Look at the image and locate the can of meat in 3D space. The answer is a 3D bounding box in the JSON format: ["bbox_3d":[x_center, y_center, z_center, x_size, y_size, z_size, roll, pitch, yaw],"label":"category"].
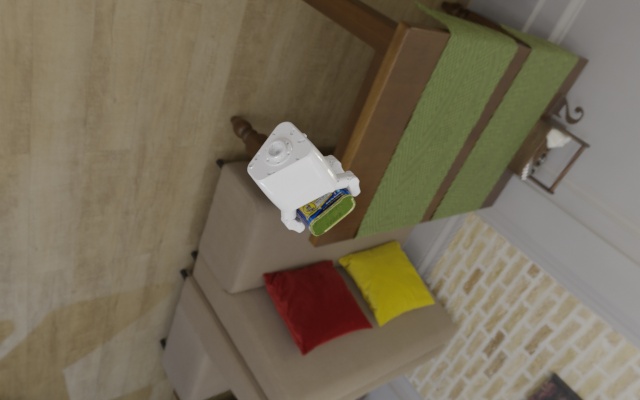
[{"bbox_3d":[0.000,0.003,0.862,0.084,0.102,0.057,48,-5,35],"label":"can of meat"}]
